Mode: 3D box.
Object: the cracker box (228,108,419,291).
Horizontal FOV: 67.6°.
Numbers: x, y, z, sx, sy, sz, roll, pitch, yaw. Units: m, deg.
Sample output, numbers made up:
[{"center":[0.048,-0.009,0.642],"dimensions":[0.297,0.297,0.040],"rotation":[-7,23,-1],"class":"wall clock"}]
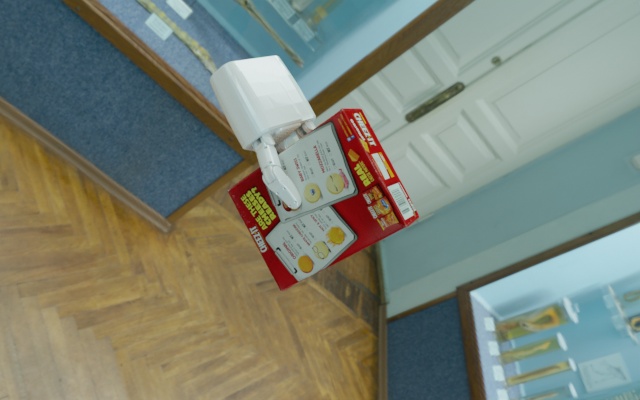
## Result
[{"center":[0.000,0.002,0.642],"dimensions":[0.214,0.164,0.072],"rotation":[-32,-6,30],"class":"cracker box"}]
